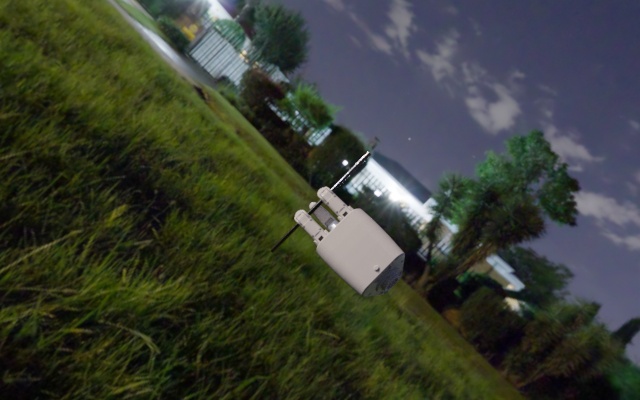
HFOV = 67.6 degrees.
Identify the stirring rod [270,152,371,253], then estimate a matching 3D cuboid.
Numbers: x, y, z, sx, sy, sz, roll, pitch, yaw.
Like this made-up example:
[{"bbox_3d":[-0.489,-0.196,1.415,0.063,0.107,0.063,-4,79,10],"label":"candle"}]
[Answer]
[{"bbox_3d":[0.000,0.003,0.827,0.239,0.011,0.011,-45,-2,-1],"label":"stirring rod"}]
